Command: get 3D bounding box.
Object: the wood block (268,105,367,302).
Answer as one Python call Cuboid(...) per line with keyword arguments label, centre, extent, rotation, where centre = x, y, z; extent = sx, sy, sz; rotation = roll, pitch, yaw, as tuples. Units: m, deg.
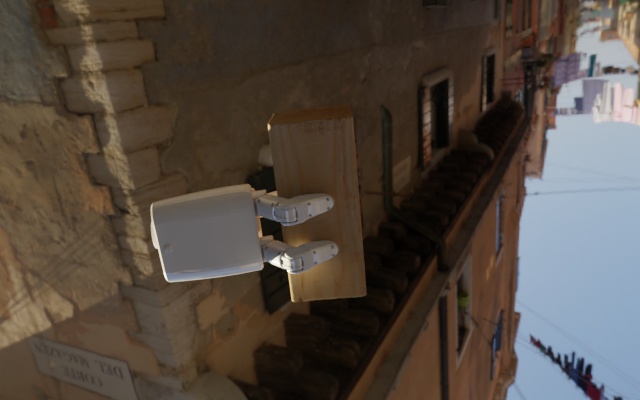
Cuboid(label="wood block", centre=(0.000, 0.002, 0.555), extent=(0.090, 0.206, 0.090), rotation=(-5, 19, 1))
